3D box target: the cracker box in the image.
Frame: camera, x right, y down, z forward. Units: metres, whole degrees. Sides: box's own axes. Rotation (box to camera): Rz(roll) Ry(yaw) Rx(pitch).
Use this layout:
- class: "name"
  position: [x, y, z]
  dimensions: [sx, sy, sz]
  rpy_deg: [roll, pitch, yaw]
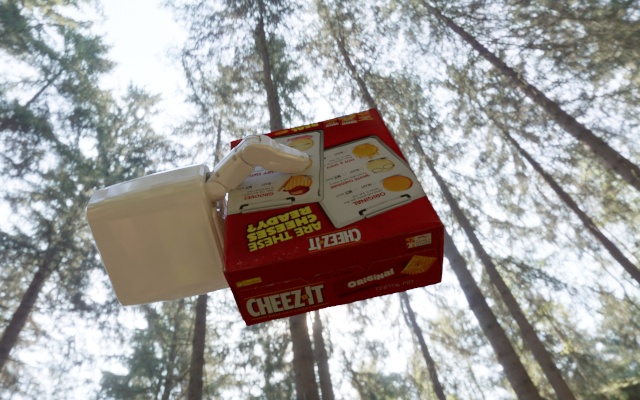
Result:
- class: "cracker box"
  position: [0.000, 0.001, 0.444]
  dimensions: [0.164, 0.072, 0.213]
  rpy_deg: [-13, 35, -1]
